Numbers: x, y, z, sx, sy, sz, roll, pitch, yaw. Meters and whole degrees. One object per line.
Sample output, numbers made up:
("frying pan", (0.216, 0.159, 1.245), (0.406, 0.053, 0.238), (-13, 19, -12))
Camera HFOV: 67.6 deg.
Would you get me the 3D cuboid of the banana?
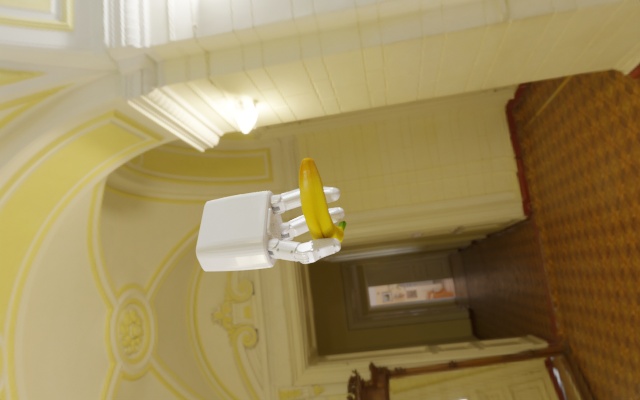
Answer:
("banana", (0.001, 0.020, 0.672), (0.037, 0.069, 0.198), (-6, -30, 13))
